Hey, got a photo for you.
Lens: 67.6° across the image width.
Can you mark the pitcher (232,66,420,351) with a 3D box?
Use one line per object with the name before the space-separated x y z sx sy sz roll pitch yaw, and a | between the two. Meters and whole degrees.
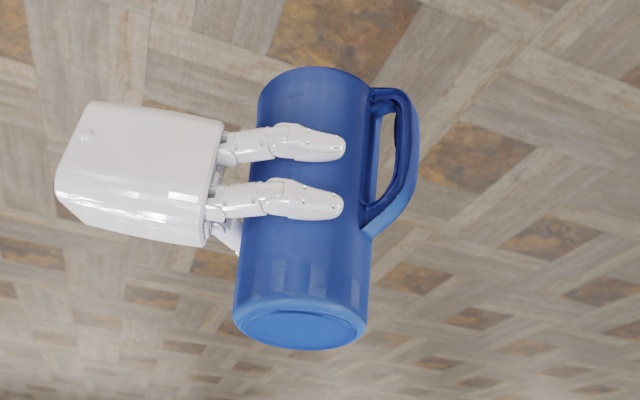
pitcher | 0.000 0.001 0.436 0.145 0.242 0.149 12 -34 -11
